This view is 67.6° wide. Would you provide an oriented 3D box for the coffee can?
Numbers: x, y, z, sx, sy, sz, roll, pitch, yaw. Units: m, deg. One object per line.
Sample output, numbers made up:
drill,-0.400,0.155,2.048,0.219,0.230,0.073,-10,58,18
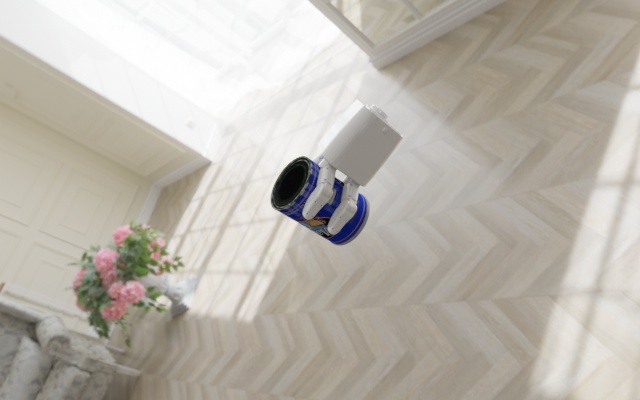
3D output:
coffee can,0.000,0.003,0.819,0.140,0.102,0.103,32,-18,-31
